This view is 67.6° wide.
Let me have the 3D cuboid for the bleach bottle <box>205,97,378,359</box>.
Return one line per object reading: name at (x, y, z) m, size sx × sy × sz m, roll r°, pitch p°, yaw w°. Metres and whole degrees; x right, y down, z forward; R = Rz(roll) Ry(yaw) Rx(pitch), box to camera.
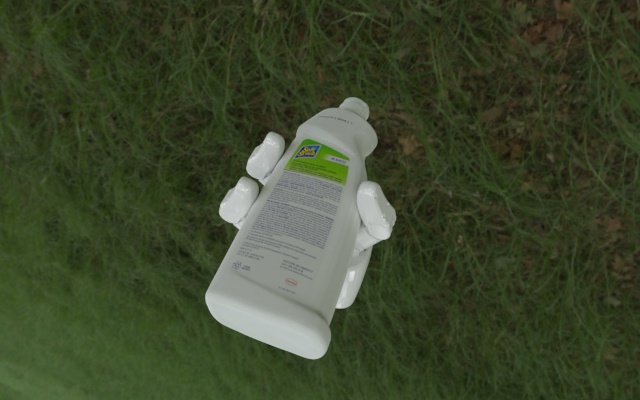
bleach bottle at (0.000, 0.001, 0.424) m, size 0.102 × 0.250 × 0.068 m, roll 18°, pitch -34°, yaw 11°
